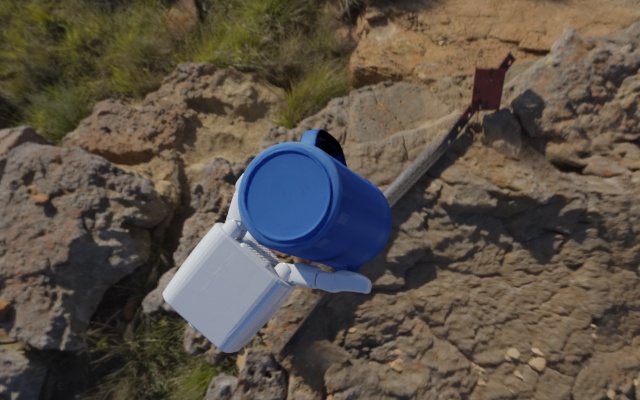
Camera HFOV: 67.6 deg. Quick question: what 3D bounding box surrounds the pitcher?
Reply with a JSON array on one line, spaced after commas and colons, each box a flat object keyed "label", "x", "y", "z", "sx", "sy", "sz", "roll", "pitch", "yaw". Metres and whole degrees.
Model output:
[{"label": "pitcher", "x": 0.000, "y": 0.002, "z": 0.564, "sx": 0.149, "sy": 0.145, "sz": 0.243, "roll": 41, "pitch": 4, "yaw": 18}]
